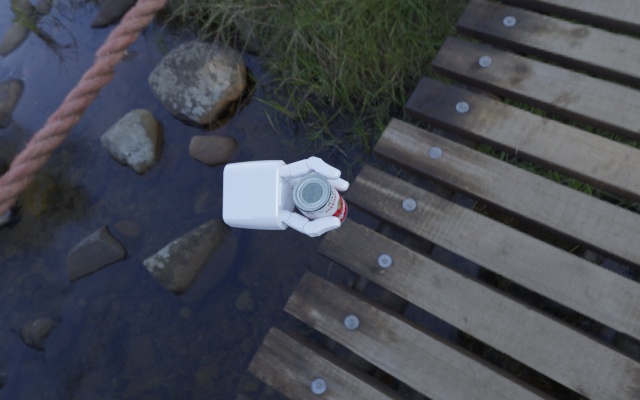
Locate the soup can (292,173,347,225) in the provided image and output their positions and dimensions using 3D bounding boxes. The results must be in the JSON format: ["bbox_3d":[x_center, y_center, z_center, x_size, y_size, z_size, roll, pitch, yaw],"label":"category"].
[{"bbox_3d":[0.001,0.003,0.806,0.068,0.068,0.102,0,-19,18],"label":"soup can"}]
